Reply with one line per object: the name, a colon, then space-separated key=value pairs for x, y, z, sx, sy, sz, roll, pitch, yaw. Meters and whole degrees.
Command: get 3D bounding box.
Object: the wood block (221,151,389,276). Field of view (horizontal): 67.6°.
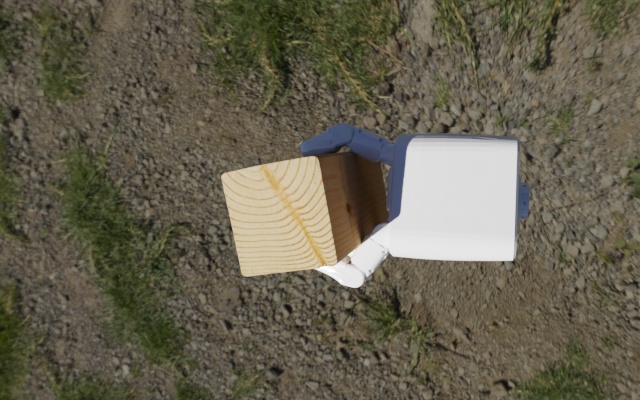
wood block: x=0.000 y=0.001 z=0.480 sx=0.090 sy=0.091 sz=0.206 roll=-9 pitch=4 yaw=21
